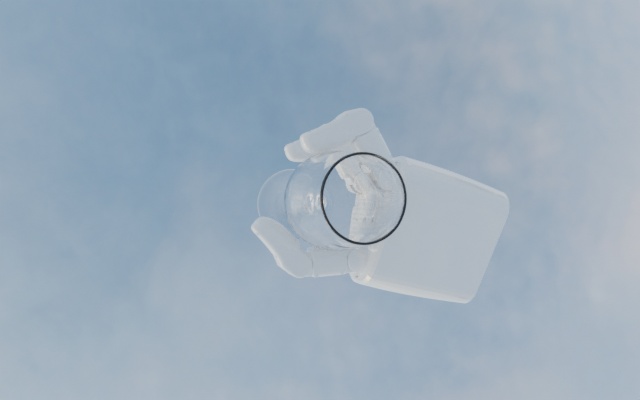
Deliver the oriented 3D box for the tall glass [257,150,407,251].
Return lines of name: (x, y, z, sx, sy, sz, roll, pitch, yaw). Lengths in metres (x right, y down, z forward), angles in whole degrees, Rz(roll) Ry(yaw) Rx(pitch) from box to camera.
tall glass: (0.000, 0.001, 0.408, 0.079, 0.079, 0.201, 0, -2, -17)
